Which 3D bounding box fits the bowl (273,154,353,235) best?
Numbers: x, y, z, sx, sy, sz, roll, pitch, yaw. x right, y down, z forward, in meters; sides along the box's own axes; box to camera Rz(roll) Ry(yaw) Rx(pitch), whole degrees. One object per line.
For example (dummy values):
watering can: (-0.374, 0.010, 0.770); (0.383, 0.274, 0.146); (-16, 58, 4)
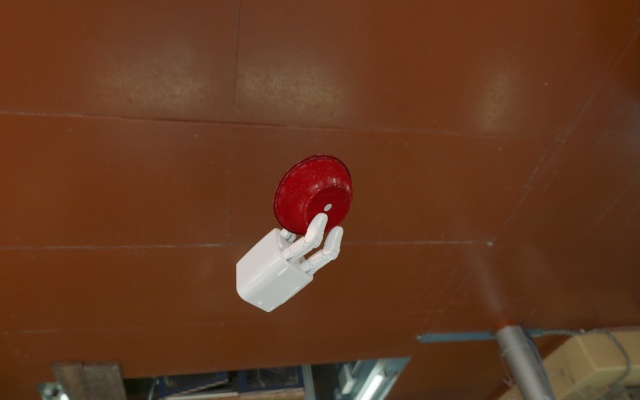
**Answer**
bowl: (0.001, 0.002, 0.844); (0.162, 0.162, 0.055); (0, 26, -33)
